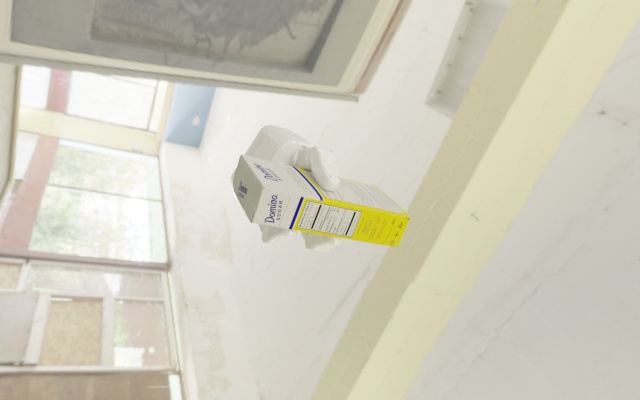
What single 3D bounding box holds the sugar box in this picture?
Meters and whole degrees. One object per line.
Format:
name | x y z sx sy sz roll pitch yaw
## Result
sugar box | 0.000 0.002 0.516 0.176 0.048 0.093 9 20 -26
